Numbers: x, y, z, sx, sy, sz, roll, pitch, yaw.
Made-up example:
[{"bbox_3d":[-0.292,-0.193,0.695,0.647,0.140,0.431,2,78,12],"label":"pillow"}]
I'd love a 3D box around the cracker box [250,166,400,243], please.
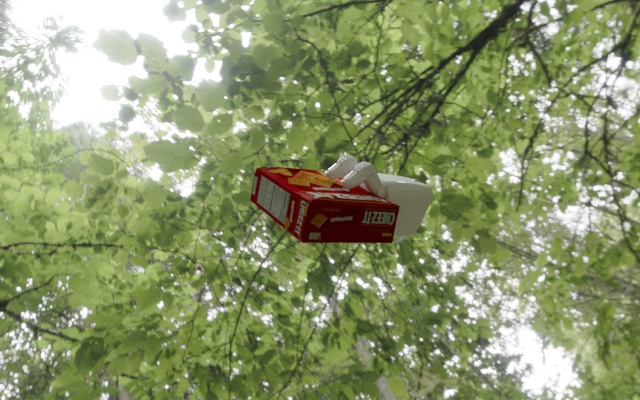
[{"bbox_3d":[0.000,0.003,0.790,0.164,0.072,0.213,3,15,-30],"label":"cracker box"}]
